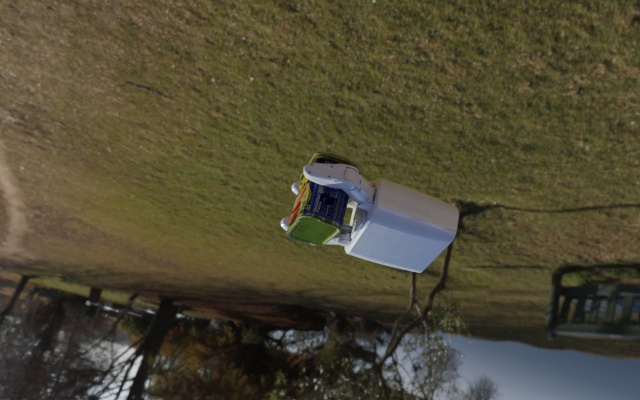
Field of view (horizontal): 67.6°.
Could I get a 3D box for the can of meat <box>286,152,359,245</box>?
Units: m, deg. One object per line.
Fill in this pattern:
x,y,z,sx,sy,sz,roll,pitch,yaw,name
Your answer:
0.000,0.002,0.582,0.057,0.084,0.102,19,-23,-10,can of meat
